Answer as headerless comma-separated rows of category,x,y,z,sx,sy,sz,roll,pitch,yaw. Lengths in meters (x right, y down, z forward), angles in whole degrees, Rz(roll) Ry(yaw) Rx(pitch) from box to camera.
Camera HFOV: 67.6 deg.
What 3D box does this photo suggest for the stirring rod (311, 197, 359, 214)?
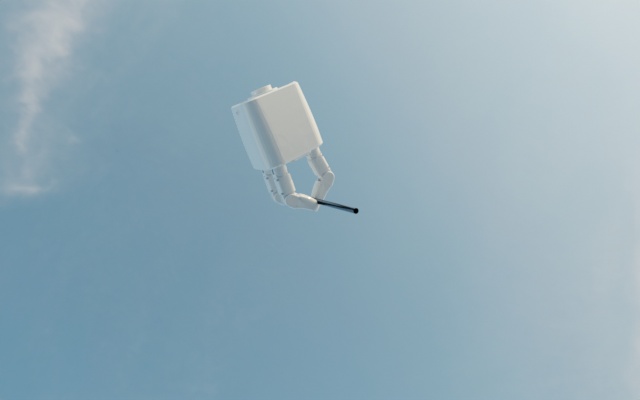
stirring rod,0.000,0.002,0.740,0.011,0.011,0.239,0,5,-23
